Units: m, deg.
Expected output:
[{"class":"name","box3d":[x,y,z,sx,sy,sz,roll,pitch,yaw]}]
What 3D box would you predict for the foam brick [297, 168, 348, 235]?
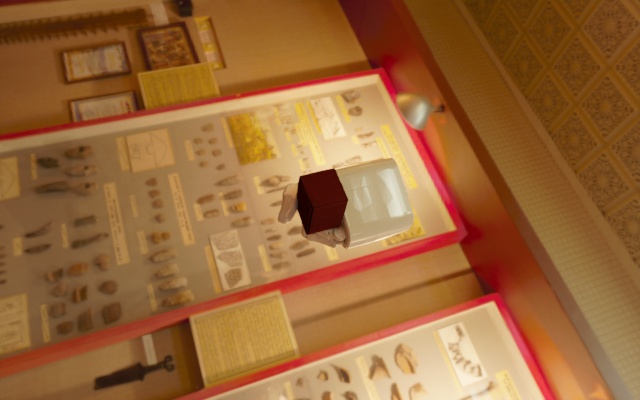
[{"class":"foam brick","box3d":[0.000,0.002,0.643,0.051,0.053,0.078,-14,-27,-14]}]
